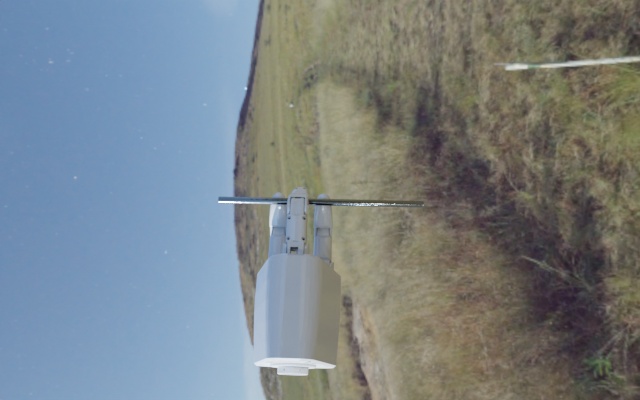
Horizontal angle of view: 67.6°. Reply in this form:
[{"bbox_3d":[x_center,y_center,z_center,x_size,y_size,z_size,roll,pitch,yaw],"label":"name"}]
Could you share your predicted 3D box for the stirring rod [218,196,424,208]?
[{"bbox_3d":[0.000,0.002,0.562,0.239,0.011,0.011,1,0,1],"label":"stirring rod"}]
